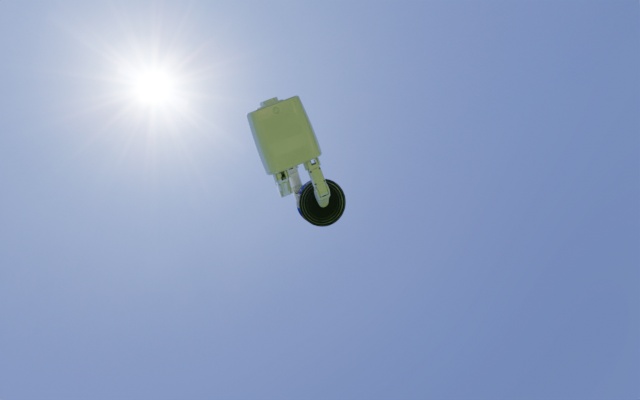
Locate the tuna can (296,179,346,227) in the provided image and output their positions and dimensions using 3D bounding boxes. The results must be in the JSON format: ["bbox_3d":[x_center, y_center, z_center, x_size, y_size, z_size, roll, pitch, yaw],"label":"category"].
[{"bbox_3d":[0.000,0.003,0.860,0.086,0.086,0.034,0,4,-14],"label":"tuna can"}]
